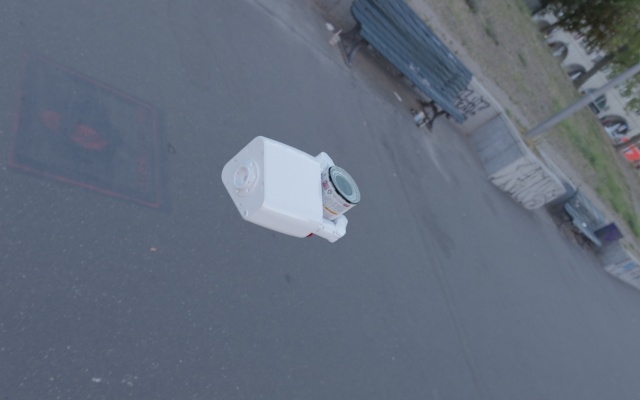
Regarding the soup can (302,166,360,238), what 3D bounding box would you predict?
[{"bbox_3d":[0.001,0.002,0.715,0.102,0.068,0.068,-36,-19,28],"label":"soup can"}]
